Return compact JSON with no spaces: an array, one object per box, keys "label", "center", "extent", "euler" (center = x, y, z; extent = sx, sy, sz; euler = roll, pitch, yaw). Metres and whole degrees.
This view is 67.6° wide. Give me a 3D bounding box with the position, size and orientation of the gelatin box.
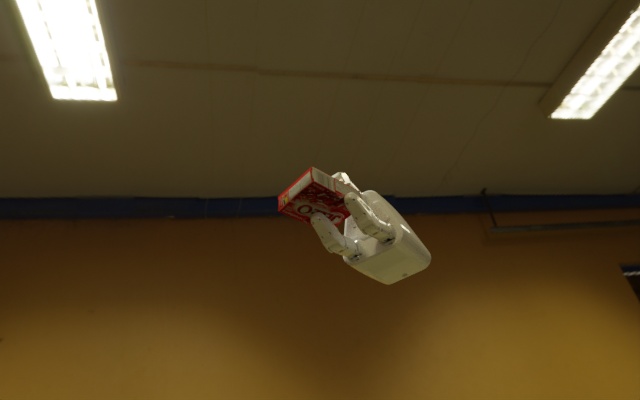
[{"label":"gelatin box","center":[0.000,0.002,0.633],"extent":[0.089,0.030,0.073],"euler":[26,-49,-33]}]
